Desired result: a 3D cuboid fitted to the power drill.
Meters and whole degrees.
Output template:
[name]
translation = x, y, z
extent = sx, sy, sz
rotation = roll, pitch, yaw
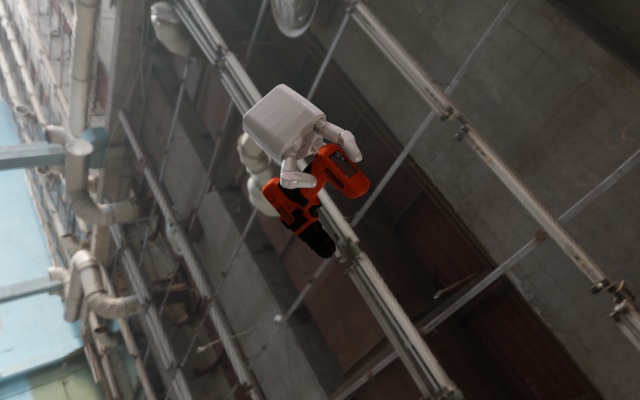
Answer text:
[power drill]
translation = 0.000, 0.002, 0.852
extent = 0.188, 0.184, 0.057
rotation = -41, 3, 40
